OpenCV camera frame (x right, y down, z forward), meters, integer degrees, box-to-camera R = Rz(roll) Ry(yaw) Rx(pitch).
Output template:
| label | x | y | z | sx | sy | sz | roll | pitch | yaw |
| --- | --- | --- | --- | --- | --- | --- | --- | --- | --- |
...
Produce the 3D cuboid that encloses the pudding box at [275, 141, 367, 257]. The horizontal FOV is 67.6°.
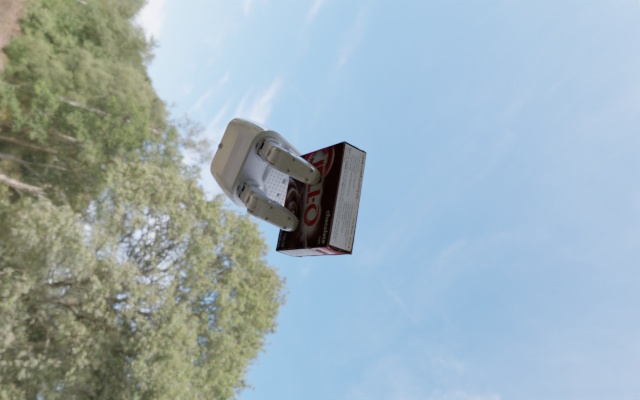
| label | x | y | z | sx | sy | sz | roll | pitch | yaw |
| --- | --- | --- | --- | --- | --- | --- | --- | --- | --- |
| pudding box | 0.000 | 0.002 | 0.504 | 0.039 | 0.113 | 0.090 | 18 | -18 | -34 |
